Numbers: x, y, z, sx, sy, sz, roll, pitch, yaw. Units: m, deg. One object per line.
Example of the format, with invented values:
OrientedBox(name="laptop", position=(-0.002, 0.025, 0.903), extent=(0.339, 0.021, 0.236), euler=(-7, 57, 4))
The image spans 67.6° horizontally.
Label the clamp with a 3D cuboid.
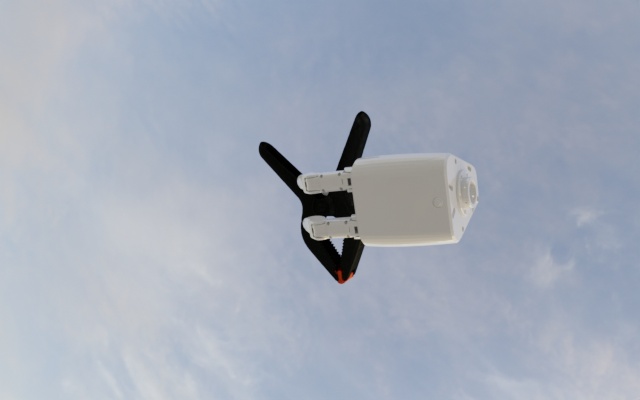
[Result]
OrientedBox(name="clamp", position=(0.001, 0.002, 0.613), extent=(0.164, 0.210, 0.036), euler=(-3, 9, 32))
